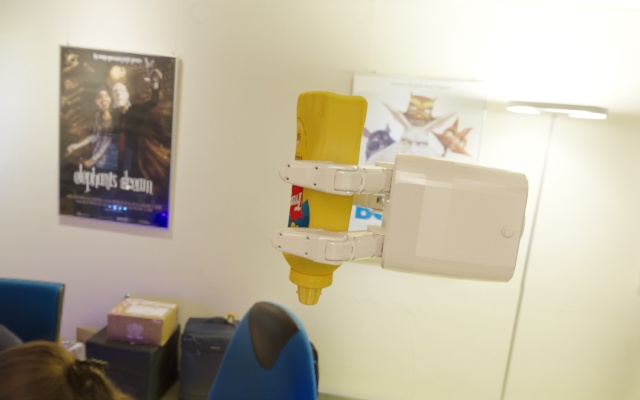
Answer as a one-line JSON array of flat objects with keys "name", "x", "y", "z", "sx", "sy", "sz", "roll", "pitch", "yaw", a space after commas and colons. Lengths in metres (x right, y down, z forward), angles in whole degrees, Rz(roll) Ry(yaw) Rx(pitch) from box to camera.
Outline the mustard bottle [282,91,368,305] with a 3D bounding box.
[{"name": "mustard bottle", "x": 0.000, "y": 0.001, "z": 0.431, "sx": 0.058, "sy": 0.191, "sz": 0.096, "roll": 4, "pitch": 10, "yaw": -16}]
